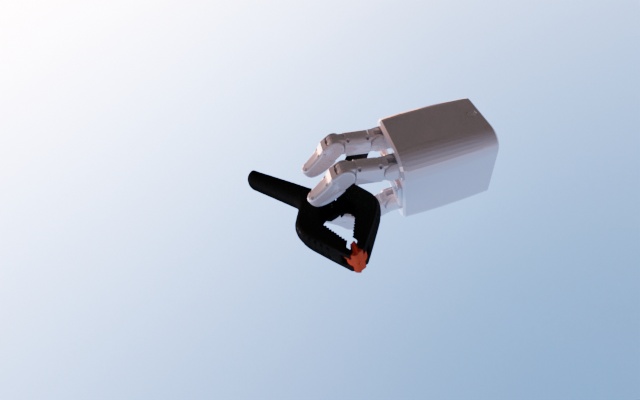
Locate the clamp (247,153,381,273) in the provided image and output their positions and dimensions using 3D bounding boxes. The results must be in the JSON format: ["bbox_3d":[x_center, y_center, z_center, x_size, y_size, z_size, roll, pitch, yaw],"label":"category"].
[{"bbox_3d":[0.001,0.003,0.542,0.164,0.036,0.209,-17,40,2],"label":"clamp"}]
